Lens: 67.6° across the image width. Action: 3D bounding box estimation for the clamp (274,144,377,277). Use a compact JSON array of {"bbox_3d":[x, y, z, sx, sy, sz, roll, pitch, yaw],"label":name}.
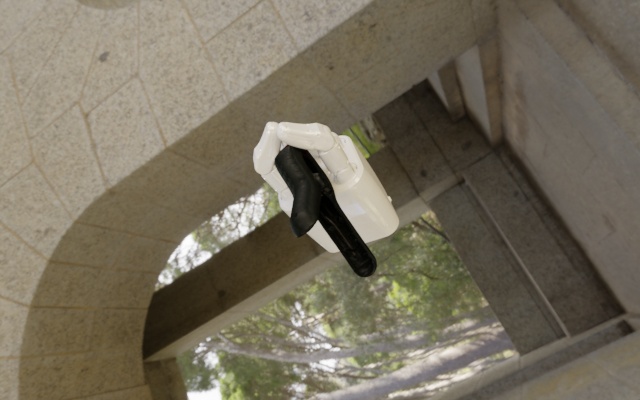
[{"bbox_3d":[-0.001,0.002,0.483,0.039,0.171,0.120,-32,-51,12],"label":"clamp"}]
